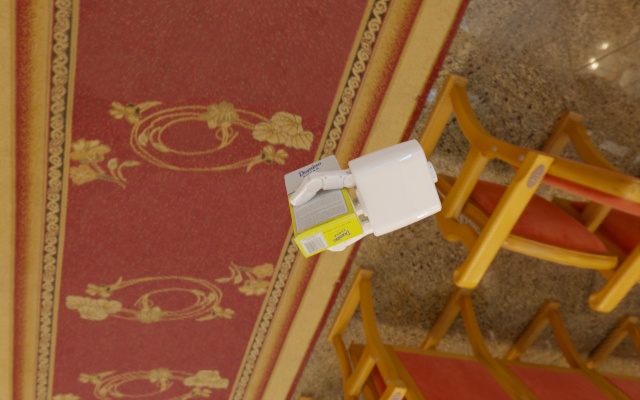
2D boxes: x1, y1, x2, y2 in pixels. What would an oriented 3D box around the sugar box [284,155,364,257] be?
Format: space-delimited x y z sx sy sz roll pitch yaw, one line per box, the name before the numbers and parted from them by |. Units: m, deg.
sugar box | 0.000 0.003 0.729 0.093 0.048 0.176 -22 31 6
